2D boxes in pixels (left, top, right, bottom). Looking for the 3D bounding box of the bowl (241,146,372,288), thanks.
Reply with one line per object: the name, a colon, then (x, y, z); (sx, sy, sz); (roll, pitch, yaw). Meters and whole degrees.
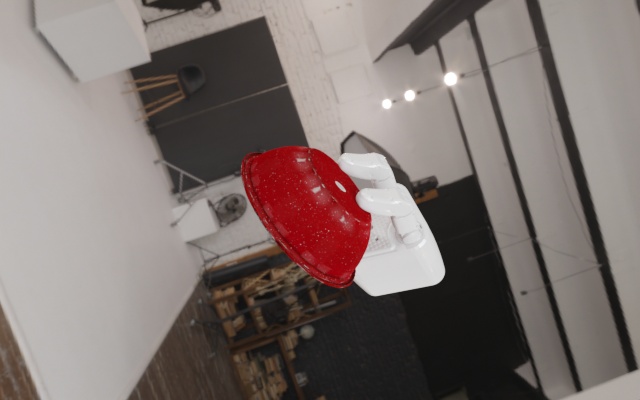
bowl: (0.000, 0.001, 0.461); (0.055, 0.162, 0.162); (-39, -15, 19)
